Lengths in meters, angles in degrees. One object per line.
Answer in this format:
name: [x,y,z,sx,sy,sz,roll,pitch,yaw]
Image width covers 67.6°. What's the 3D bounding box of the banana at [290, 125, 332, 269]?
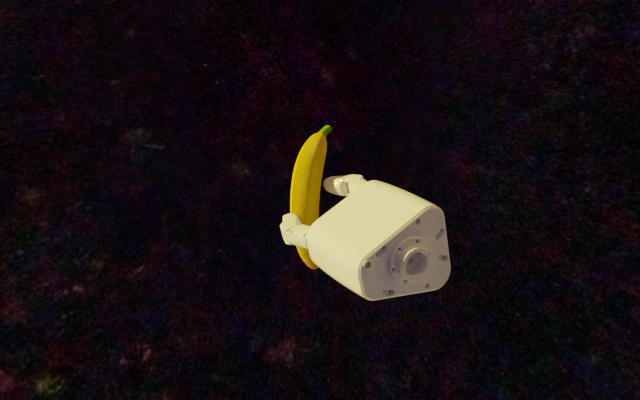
banana: [-0.012,-0.001,0.626,0.037,0.198,0.069,13,10,39]
